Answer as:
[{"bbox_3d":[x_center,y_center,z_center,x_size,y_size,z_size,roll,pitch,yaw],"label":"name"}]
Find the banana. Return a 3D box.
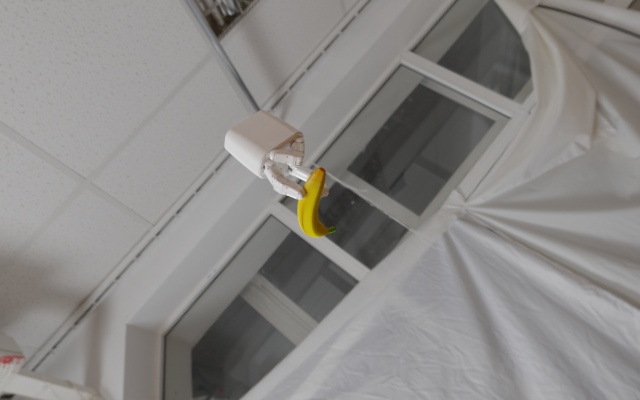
[{"bbox_3d":[-0.013,0.017,0.879,0.037,0.069,0.198,37,-23,27],"label":"banana"}]
